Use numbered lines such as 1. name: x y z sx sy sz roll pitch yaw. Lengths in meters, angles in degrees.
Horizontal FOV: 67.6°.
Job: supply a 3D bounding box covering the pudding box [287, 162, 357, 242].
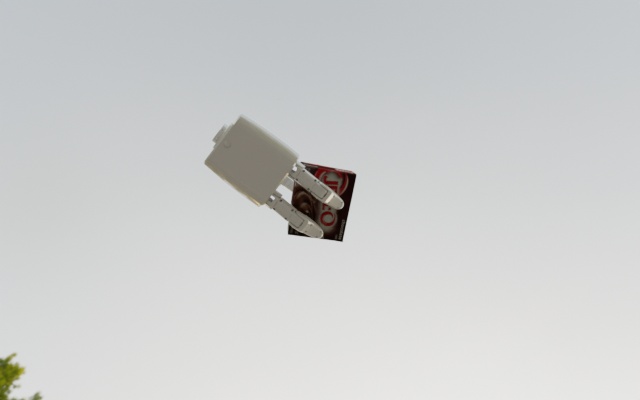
1. pudding box: 0.000 0.002 0.744 0.090 0.113 0.039 9 13 -10
